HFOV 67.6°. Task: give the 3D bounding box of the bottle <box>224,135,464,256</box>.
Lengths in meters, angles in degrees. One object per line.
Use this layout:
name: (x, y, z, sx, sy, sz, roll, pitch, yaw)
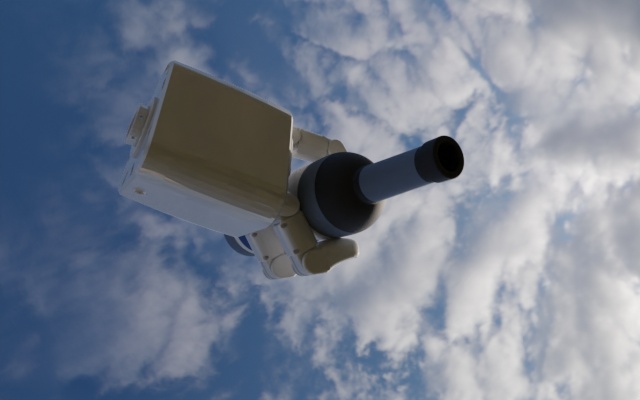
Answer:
bottle: (0.000, 0.001, 0.410, 0.069, 0.069, 0.296, 0, -11, -33)
